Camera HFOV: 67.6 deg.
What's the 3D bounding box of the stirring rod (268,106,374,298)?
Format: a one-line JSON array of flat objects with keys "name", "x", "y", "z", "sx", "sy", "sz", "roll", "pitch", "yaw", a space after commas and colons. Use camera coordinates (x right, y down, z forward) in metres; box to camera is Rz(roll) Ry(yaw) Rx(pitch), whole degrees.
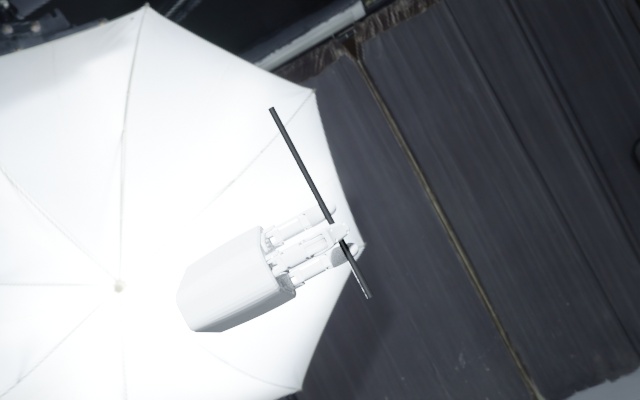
[{"name": "stirring rod", "x": 0.000, "y": 0.002, "z": 0.538, "sx": 0.011, "sy": 0.239, "sz": 0.011, "roll": -28, "pitch": -1, "yaw": -1}]
